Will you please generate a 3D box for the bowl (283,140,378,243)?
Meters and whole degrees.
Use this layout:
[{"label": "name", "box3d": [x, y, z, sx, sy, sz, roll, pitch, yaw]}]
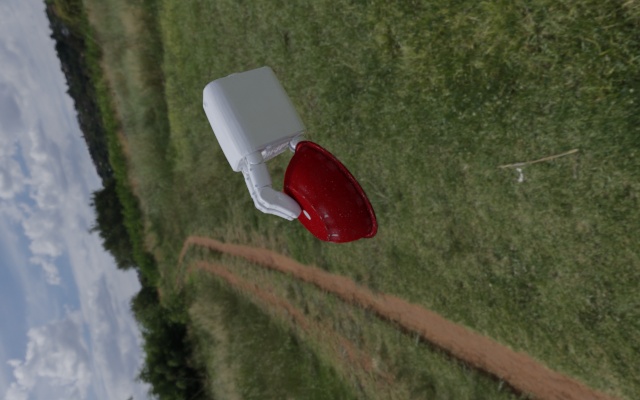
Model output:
[{"label": "bowl", "box3d": [0.001, 0.003, 0.631, 0.055, 0.162, 0.162, -39, 14, -18]}]
